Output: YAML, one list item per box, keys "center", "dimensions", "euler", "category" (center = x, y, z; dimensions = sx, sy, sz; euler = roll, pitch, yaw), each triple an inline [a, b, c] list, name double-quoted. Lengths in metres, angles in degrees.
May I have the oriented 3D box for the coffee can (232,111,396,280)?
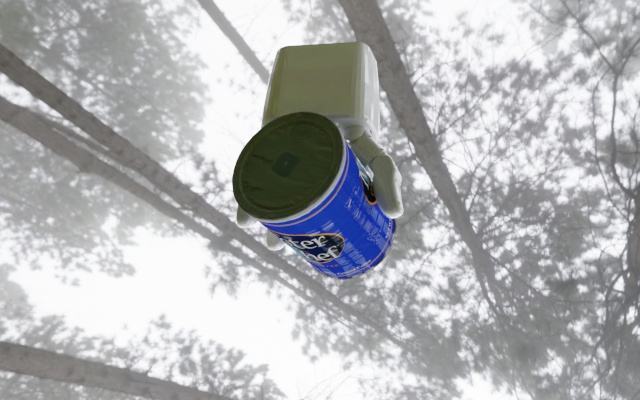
- center: [0.000, 0.002, 0.440]
  dimensions: [0.103, 0.102, 0.140]
  euler: [0, -28, 28]
  category: "coffee can"
